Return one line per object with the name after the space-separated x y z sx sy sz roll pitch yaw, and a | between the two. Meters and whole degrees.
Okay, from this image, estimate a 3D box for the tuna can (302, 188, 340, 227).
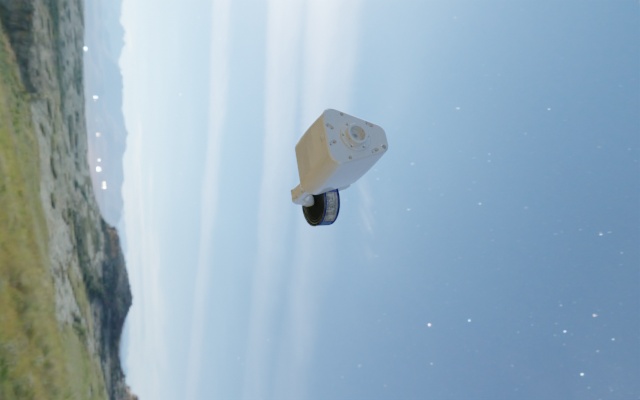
0.001 0.003 0.848 0.034 0.086 0.086 -2 1 -29 | tuna can
